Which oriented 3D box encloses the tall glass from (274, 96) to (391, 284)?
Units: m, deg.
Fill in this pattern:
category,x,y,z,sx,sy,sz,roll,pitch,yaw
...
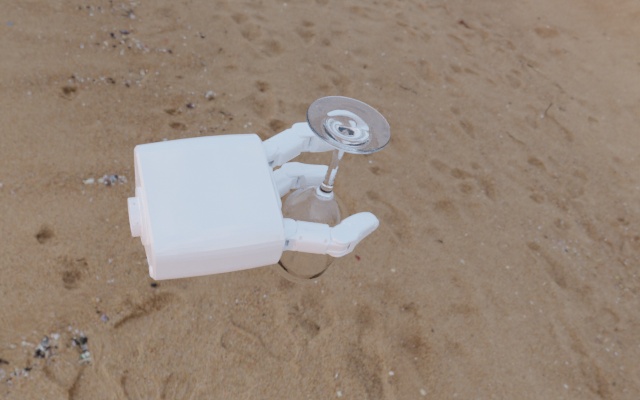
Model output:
category,x,y,z,sx,sy,sz,roll,pitch,yaw
tall glass,0.000,0.001,0.470,0.079,0.079,0.201,0,-42,-18
